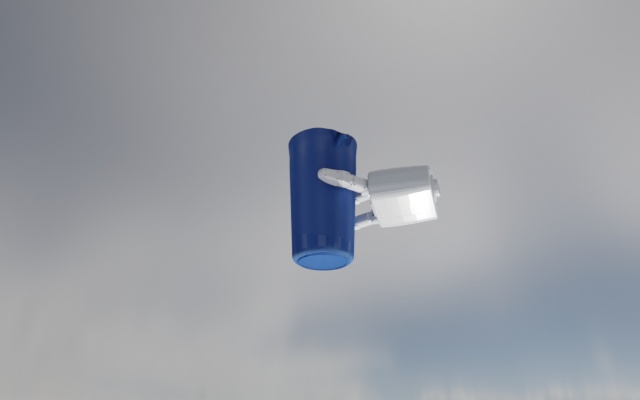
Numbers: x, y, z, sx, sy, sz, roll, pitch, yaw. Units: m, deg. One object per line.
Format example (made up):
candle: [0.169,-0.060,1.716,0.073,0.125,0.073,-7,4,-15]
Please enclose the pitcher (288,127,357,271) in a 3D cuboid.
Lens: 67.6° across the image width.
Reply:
pitcher: [0.000,0.003,0.881,0.145,0.242,0.149,-7,-27,15]
